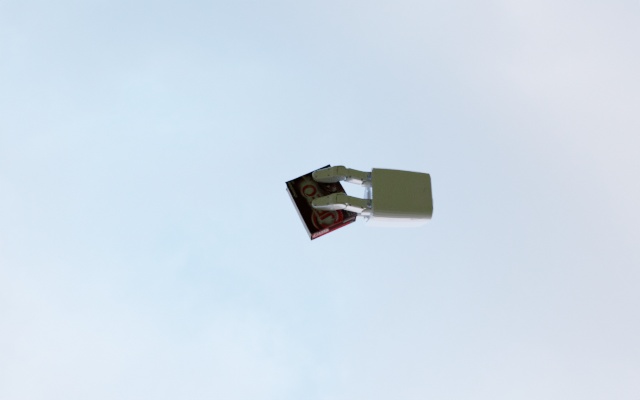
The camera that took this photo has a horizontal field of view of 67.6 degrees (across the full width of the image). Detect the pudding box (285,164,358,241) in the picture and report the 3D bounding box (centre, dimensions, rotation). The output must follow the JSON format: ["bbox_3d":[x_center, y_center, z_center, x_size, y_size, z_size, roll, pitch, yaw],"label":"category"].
[{"bbox_3d":[0.000,0.003,0.840,0.090,0.113,0.039,-23,-25,-13],"label":"pudding box"}]
